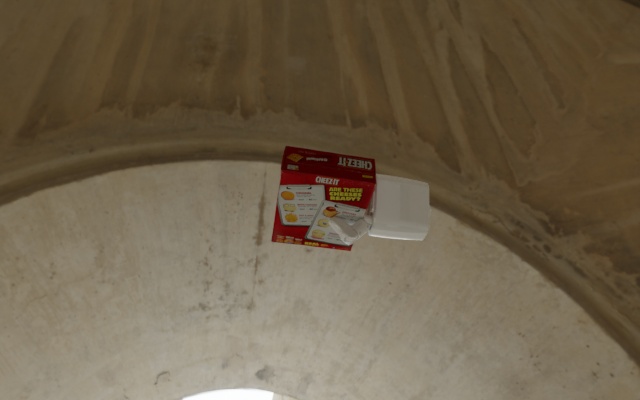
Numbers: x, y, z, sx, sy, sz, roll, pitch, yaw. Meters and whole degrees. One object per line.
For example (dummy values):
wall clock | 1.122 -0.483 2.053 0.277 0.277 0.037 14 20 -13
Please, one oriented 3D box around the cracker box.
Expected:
cracker box | 0.000 0.003 0.894 0.164 0.072 0.214 8 -40 -5
